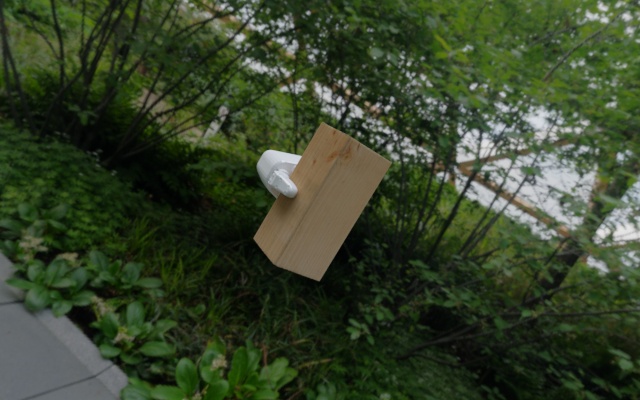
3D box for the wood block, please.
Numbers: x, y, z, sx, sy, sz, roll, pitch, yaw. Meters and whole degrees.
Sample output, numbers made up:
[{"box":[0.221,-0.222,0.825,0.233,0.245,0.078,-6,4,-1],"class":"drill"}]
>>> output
[{"box":[0.000,0.002,0.710,0.091,0.206,0.090,26,8,-36],"class":"wood block"}]
